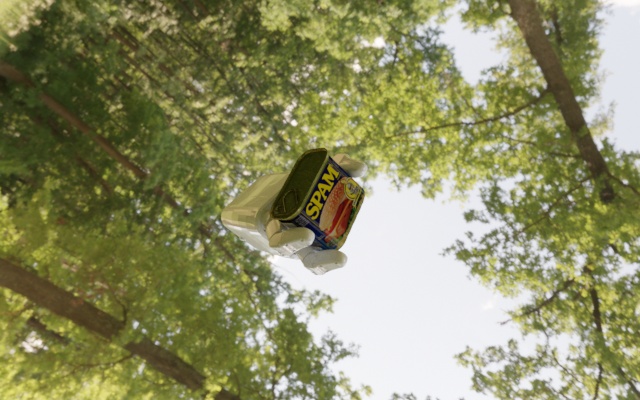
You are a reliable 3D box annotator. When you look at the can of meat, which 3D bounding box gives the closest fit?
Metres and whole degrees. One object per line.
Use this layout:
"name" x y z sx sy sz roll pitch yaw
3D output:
"can of meat" 0.000 0.002 0.581 0.057 0.102 0.084 -1 -35 50
